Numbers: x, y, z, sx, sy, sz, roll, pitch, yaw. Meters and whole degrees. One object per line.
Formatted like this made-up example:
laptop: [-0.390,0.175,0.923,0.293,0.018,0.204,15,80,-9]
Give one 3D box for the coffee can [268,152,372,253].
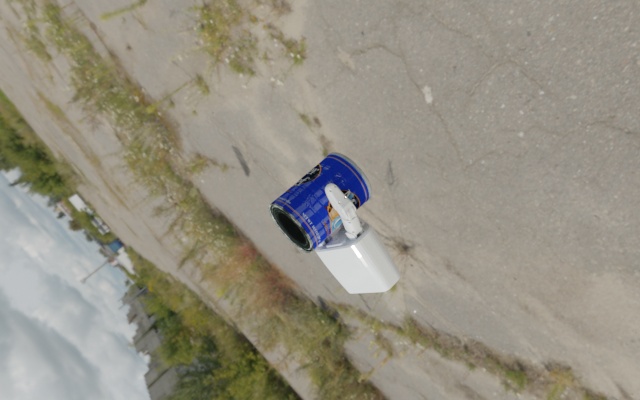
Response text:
coffee can: [0.000,0.002,0.782,0.140,0.103,0.103,-42,17,-21]
